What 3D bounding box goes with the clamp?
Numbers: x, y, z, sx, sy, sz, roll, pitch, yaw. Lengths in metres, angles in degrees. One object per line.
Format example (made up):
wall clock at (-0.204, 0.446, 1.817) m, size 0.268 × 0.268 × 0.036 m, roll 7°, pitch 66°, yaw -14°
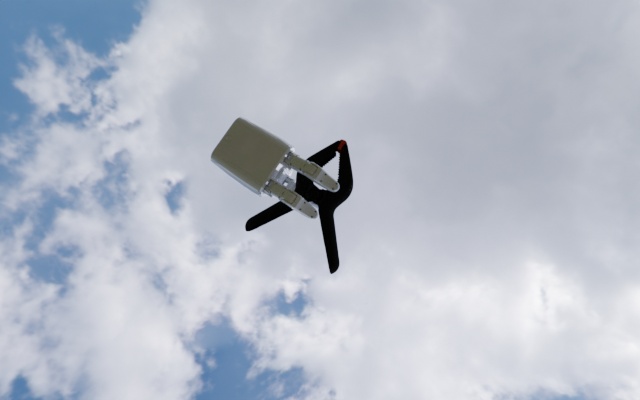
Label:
clamp at (0.000, 0.002, 0.771) m, size 0.164 × 0.210 × 0.036 m, roll 33°, pitch -7°, yaw 8°
